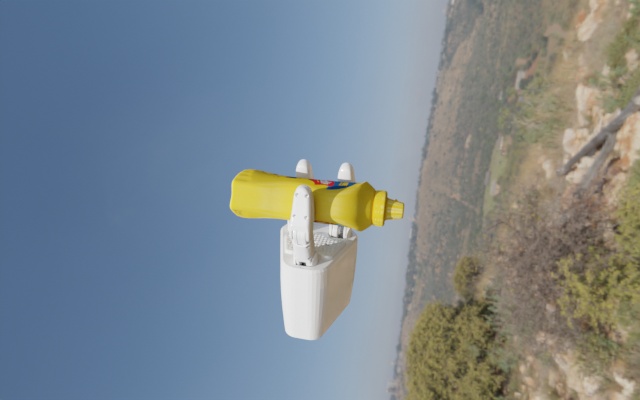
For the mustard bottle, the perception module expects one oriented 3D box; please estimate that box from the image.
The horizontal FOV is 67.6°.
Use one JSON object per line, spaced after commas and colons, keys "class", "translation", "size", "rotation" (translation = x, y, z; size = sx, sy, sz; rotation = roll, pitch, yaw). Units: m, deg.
{"class": "mustard bottle", "translation": [0.000, 0.001, 0.554], "size": [0.191, 0.058, 0.096], "rotation": [7, 3, 11]}
